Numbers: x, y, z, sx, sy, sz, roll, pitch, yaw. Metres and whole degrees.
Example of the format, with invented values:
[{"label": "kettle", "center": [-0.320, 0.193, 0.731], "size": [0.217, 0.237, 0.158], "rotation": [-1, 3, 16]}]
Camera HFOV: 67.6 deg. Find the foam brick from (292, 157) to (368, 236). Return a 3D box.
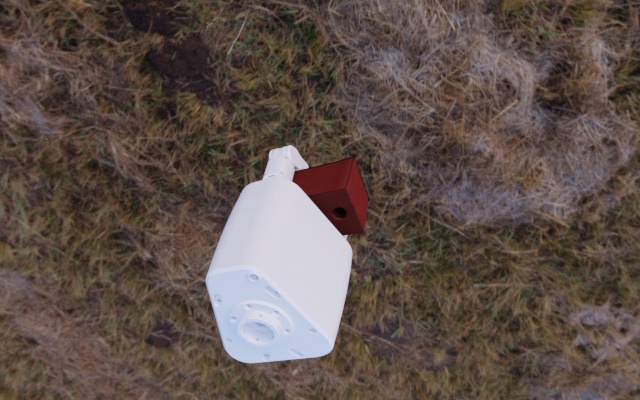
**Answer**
[{"label": "foam brick", "center": [0.000, 0.001, 0.445], "size": [0.078, 0.053, 0.051], "rotation": [-12, 33, 19]}]
